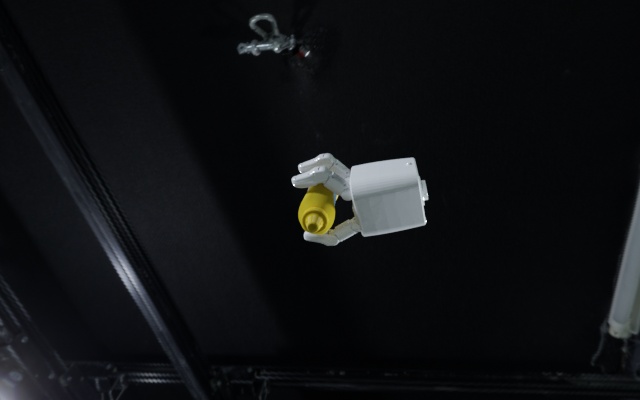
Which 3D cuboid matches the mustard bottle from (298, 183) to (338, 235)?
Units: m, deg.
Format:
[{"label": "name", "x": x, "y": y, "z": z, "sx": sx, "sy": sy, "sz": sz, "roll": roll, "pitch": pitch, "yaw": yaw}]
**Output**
[{"label": "mustard bottle", "x": 0.000, "y": 0.003, "z": 0.799, "sx": 0.058, "sy": 0.096, "sz": 0.191, "roll": 12, "pitch": 25, "yaw": 1}]
